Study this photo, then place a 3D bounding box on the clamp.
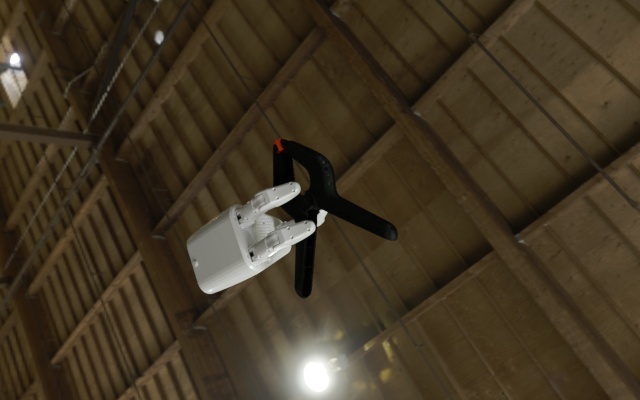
[{"bbox_3d":[0.000,0.002,0.620,0.164,0.210,0.036,-30,-18,29],"label":"clamp"}]
